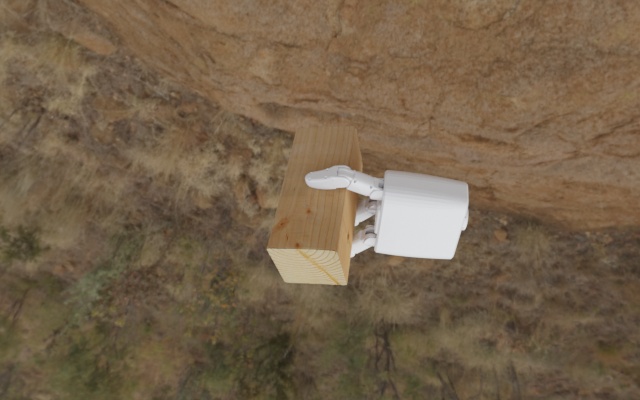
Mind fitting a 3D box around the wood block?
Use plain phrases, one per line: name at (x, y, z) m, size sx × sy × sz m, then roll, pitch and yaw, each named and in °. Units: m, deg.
wood block at (0.000, 0.002, 0.662) m, size 0.090 × 0.206 × 0.091 m, roll 0°, pitch -37°, yaw 14°
